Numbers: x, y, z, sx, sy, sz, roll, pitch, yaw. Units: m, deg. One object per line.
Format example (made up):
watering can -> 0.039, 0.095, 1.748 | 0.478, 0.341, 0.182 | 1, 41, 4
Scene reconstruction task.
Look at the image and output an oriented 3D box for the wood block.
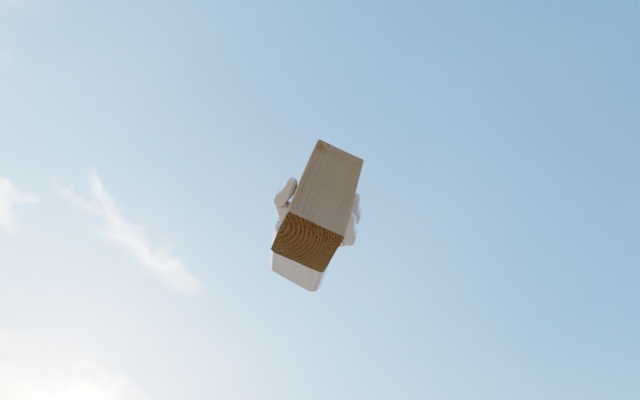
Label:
wood block -> 0.000, 0.003, 0.776 | 0.091, 0.090, 0.206 | 24, 39, -4
